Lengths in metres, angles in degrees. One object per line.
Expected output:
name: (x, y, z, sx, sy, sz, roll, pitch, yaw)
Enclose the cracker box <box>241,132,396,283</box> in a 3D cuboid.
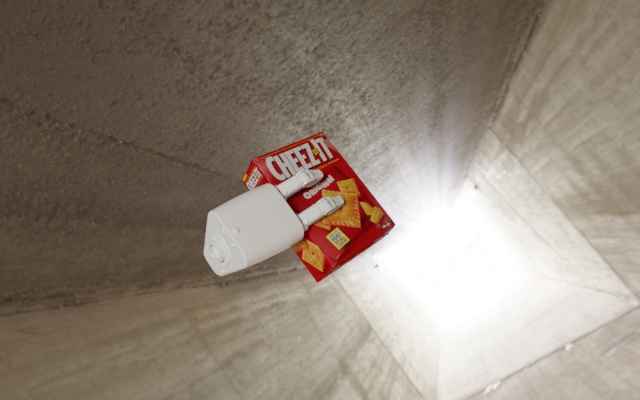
cracker box: (0.000, 0.003, 0.791, 0.164, 0.213, 0.072, -27, -15, -39)
